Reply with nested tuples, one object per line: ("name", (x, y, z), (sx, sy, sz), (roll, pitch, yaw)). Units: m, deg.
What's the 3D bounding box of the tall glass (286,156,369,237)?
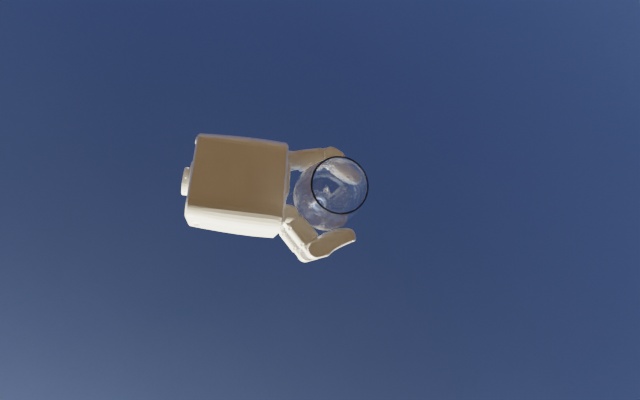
("tall glass", (0.000, 0.002, 0.583), (0.079, 0.079, 0.201), (0, -10, -12))
